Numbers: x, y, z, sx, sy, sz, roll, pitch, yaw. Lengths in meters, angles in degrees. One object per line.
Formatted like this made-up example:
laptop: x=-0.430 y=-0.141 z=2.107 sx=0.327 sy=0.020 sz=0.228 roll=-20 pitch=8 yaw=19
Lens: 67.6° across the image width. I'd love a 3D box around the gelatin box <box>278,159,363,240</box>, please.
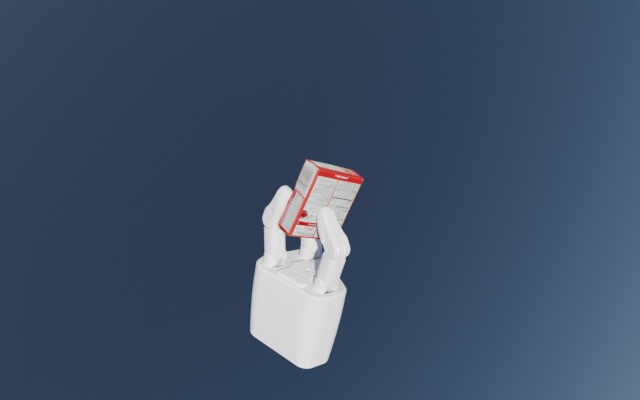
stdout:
gelatin box: x=0.000 y=0.002 z=0.558 sx=0.073 sy=0.089 sz=0.030 roll=9 pitch=22 yaw=-41
